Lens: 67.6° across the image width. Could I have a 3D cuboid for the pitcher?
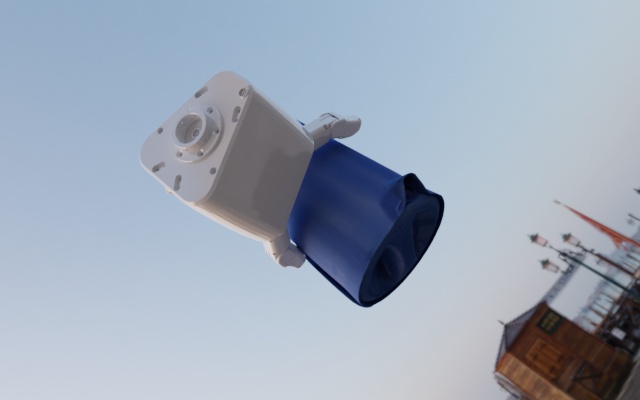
[{"bbox_3d":[0.000,0.002,0.533,0.242,0.149,0.145,36,2,30],"label":"pitcher"}]
